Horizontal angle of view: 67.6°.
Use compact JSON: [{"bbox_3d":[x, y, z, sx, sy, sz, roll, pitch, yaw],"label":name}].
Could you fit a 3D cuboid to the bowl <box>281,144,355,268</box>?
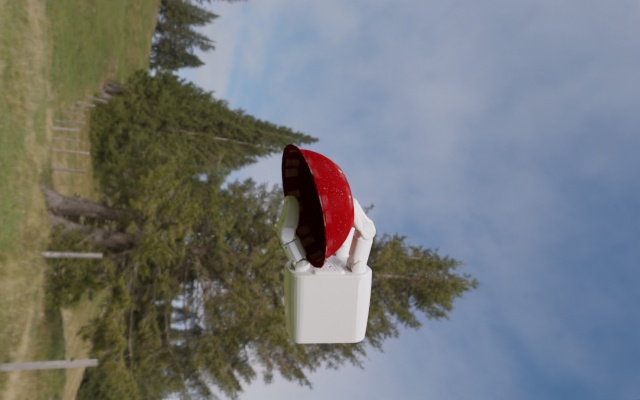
[{"bbox_3d":[0.000,0.001,0.612,0.055,0.162,0.162,-14,4,-17],"label":"bowl"}]
